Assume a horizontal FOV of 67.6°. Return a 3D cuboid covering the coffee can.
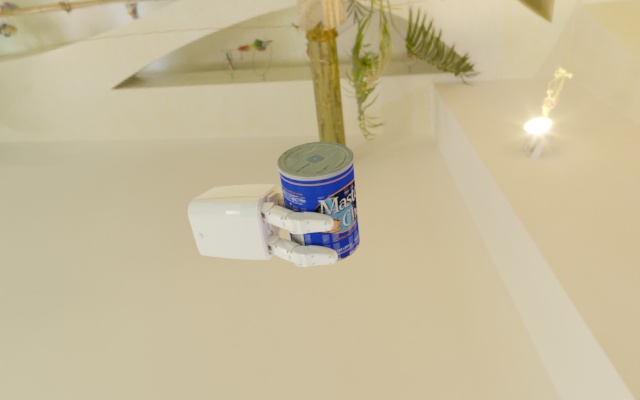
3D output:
[{"bbox_3d":[0.000,0.002,0.670,0.103,0.140,0.102,-5,31,3],"label":"coffee can"}]
